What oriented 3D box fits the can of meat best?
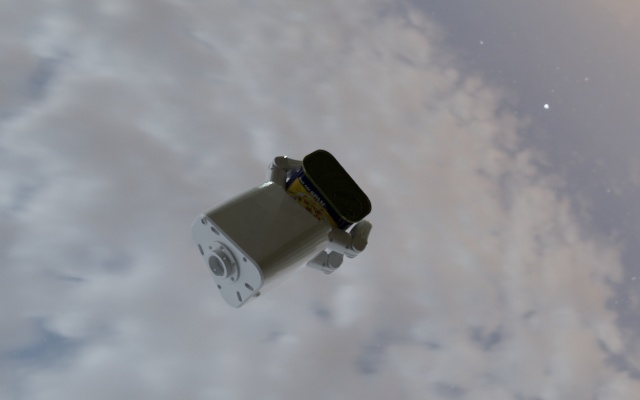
[{"bbox_3d":[0.000,0.002,0.602,0.057,0.102,0.084,-34,-8,-46],"label":"can of meat"}]
